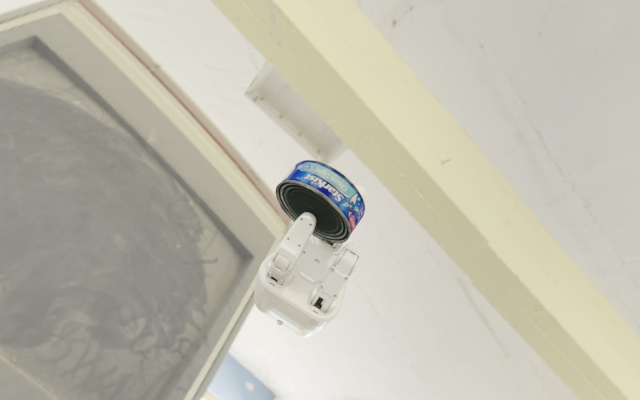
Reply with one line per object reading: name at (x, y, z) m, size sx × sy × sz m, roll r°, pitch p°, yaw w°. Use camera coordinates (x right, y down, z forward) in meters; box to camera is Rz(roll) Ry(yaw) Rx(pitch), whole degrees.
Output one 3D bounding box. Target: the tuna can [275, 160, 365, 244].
tuna can at (0.000, 0.001, 0.466) m, size 0.086 × 0.033 × 0.086 m, roll 28°, pitch -28°, yaw 17°
